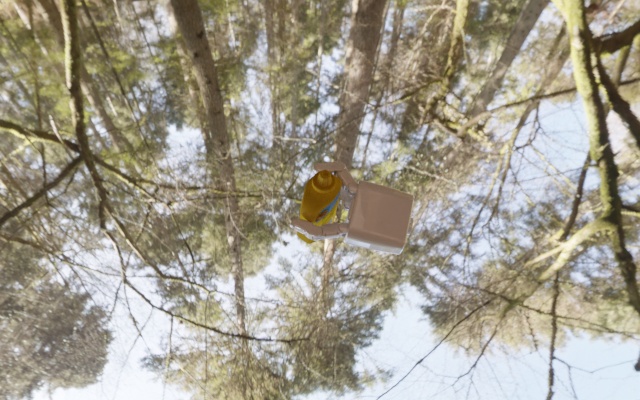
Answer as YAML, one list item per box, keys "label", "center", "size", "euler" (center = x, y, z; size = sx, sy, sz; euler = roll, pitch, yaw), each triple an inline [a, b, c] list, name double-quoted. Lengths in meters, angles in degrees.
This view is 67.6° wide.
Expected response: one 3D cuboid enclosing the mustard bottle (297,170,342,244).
- label: "mustard bottle"
  center: [0.000, 0.003, 0.882]
  size: [0.058, 0.096, 0.192]
  euler: [35, -27, 13]
